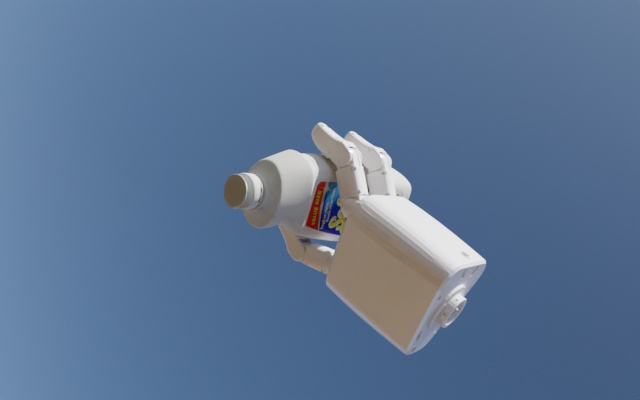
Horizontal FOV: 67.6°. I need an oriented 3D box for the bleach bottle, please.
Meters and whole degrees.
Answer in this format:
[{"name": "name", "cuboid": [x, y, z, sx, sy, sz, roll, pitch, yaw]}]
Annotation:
[{"name": "bleach bottle", "cuboid": [0.000, 0.002, 0.501, 0.068, 0.102, 0.251, 40, 22, 31]}]
